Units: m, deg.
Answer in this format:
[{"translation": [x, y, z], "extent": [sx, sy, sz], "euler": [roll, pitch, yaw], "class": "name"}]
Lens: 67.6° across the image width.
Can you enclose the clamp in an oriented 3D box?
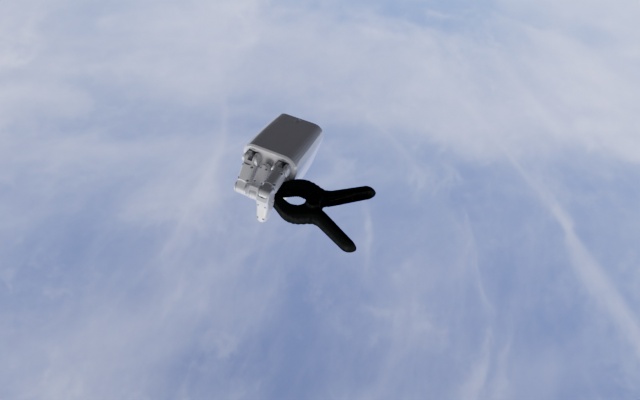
[{"translation": [0.000, 0.003, 0.744], "extent": [0.171, 0.120, 0.039], "euler": [25, -38, 14], "class": "clamp"}]
